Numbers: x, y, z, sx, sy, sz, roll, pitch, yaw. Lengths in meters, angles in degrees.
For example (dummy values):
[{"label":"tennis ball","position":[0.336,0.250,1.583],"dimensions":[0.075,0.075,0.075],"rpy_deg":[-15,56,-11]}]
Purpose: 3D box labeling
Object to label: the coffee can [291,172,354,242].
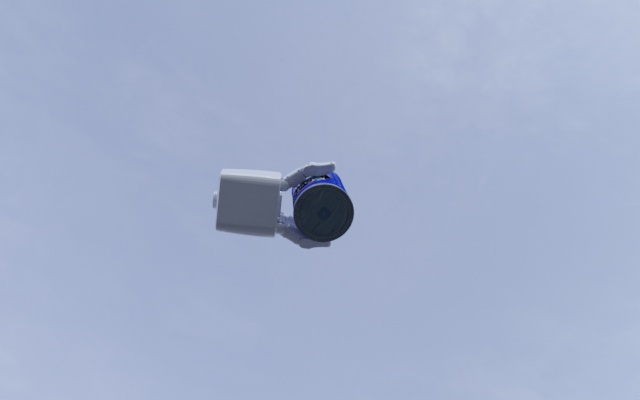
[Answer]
[{"label":"coffee can","position":[0.000,0.003,0.862],"dimensions":[0.103,0.103,0.140],"rpy_deg":[0,16,-5]}]
